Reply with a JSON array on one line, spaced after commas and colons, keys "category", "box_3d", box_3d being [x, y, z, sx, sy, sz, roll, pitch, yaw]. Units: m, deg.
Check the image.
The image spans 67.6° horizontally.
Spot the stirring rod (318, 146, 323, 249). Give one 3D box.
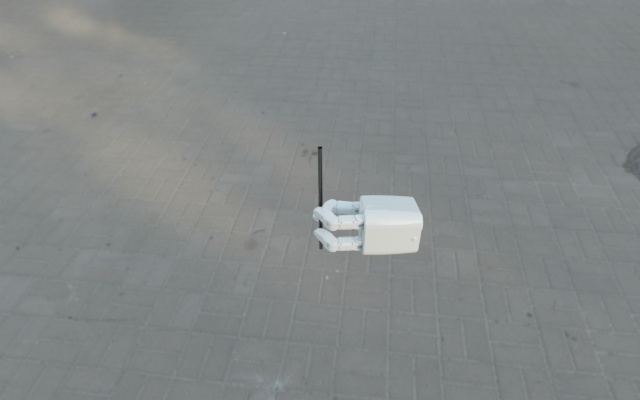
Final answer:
[{"category": "stirring rod", "box_3d": [0.000, 0.003, 0.892, 0.011, 0.240, 0.011, 0, 39, 0]}]
